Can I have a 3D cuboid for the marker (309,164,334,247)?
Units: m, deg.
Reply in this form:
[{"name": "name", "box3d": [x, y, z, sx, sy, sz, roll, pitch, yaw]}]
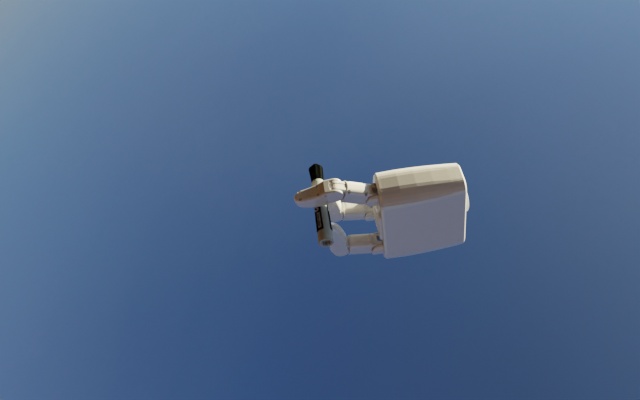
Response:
[{"name": "marker", "box3d": [0.000, 0.002, 0.595, 0.020, 0.121, 0.020, -5, -37, -4]}]
